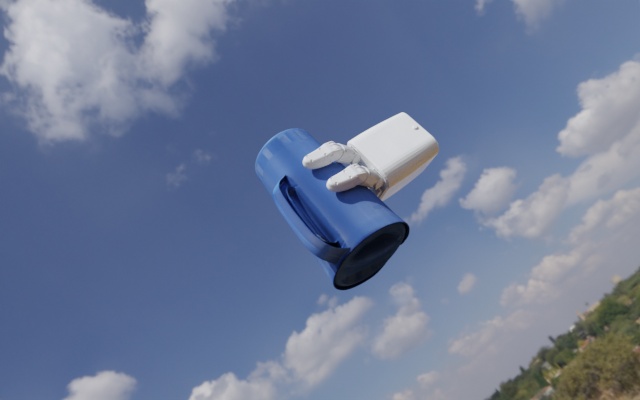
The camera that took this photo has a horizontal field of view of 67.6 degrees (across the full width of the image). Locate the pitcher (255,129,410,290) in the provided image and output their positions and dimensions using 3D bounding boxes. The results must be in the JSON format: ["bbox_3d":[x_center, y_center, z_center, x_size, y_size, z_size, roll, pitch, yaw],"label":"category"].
[{"bbox_3d":[0.000,0.002,0.703,0.145,0.242,0.149,-33,-30,-15],"label":"pitcher"}]
